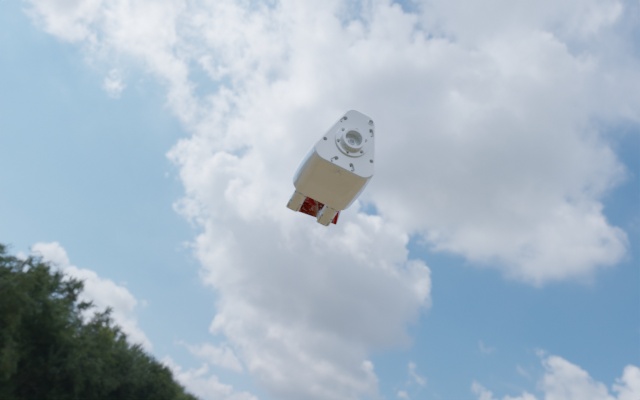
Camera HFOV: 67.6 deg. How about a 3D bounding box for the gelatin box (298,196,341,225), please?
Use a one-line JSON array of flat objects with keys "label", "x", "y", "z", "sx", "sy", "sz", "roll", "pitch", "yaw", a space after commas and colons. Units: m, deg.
[{"label": "gelatin box", "x": 0.000, "y": 0.002, "z": 0.816, "sx": 0.073, "sy": 0.030, "sz": 0.089, "roll": 19, "pitch": -25, "yaw": 5}]
